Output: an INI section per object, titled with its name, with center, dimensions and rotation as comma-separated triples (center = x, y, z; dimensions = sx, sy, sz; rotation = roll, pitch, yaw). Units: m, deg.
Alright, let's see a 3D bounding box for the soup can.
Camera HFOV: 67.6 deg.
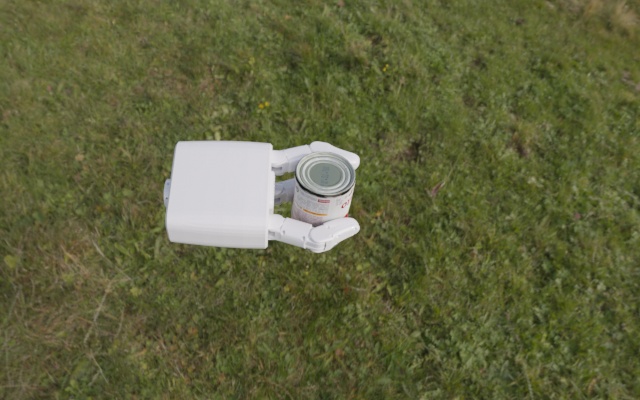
[soup can]
center = 0.001, 0.002, 0.547
dimensions = 0.068, 0.068, 0.102
rotation = 0, -40, -8
